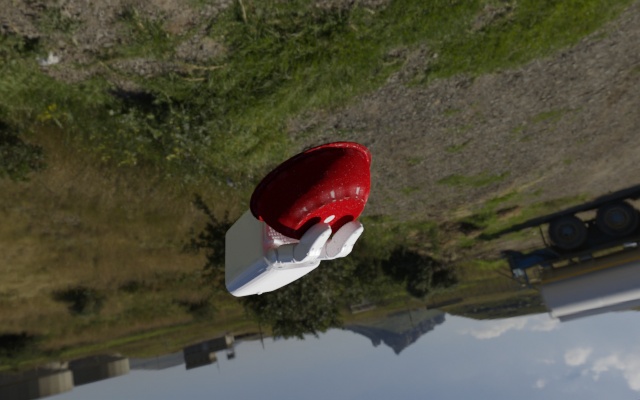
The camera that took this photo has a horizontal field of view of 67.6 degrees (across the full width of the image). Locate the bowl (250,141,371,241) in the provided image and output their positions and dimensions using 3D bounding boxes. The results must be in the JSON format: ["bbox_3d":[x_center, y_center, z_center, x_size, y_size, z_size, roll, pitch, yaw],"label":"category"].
[{"bbox_3d":[0.001,0.001,0.570,0.162,0.055,0.162,-22,-26,-11],"label":"bowl"}]
